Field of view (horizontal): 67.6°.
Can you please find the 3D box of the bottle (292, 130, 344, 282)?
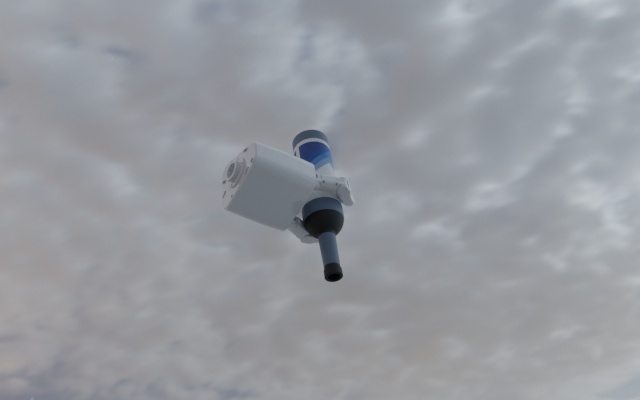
[{"bbox_3d":[0.000,0.002,0.790,0.069,0.295,0.069,-6,-41,-5],"label":"bottle"}]
